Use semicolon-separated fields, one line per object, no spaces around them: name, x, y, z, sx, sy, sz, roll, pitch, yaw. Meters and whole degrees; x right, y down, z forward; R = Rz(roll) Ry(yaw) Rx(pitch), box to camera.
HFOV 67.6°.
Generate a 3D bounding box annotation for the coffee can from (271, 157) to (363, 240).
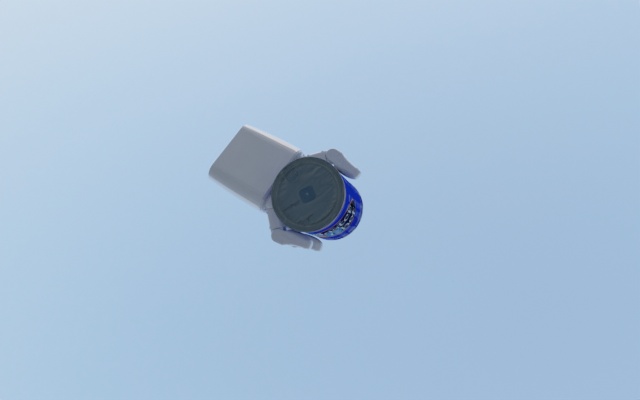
coffee can;0.000;0.002;0.700;0.103;0.103;0.140;0;-9;15
